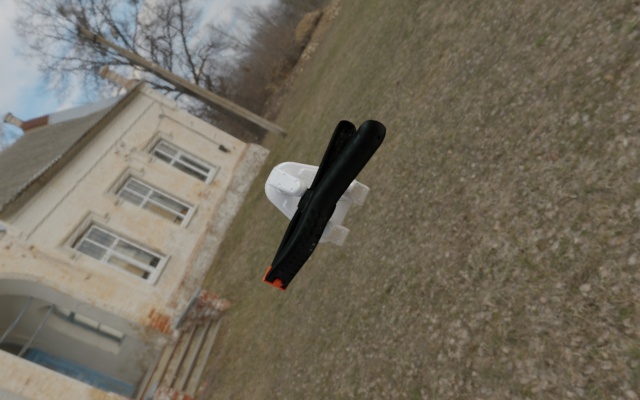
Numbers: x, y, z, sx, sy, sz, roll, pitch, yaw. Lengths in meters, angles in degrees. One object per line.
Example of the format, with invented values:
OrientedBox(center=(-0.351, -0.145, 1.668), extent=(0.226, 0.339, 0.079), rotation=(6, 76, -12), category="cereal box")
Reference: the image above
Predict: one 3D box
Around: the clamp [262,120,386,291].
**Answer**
OrientedBox(center=(-0.001, 0.002, 0.505), extent=(0.036, 0.210, 0.164), rotation=(28, -2, -9), category="clamp")
